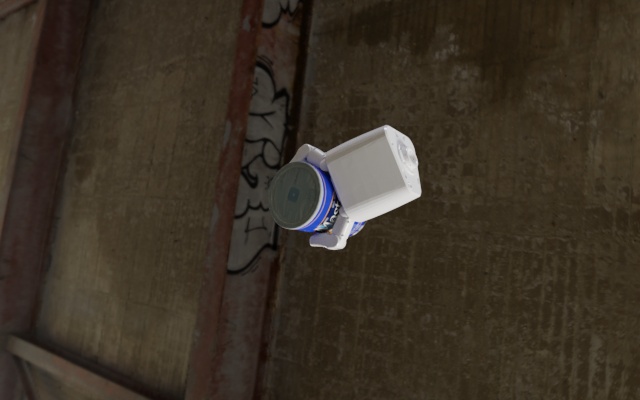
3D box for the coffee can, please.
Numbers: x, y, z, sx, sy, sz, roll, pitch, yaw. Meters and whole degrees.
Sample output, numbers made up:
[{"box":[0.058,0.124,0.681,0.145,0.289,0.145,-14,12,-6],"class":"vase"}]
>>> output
[{"box":[0.000,0.003,0.764,0.103,0.103,0.140,0,-9,37],"class":"coffee can"}]
